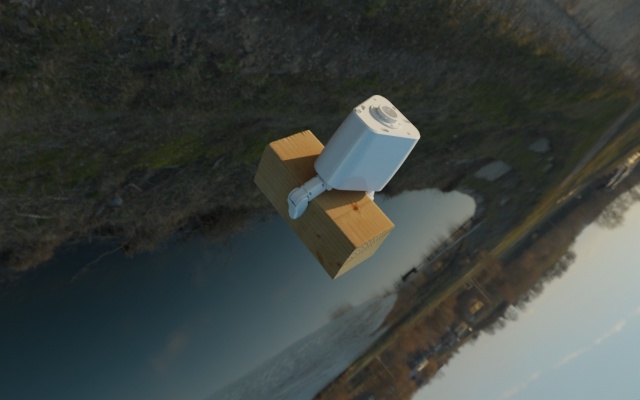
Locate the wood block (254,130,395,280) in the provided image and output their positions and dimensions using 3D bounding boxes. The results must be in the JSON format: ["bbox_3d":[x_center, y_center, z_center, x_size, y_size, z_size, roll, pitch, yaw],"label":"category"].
[{"bbox_3d":[0.000,0.002,0.729,0.091,0.206,0.090,-25,-24,-37],"label":"wood block"}]
